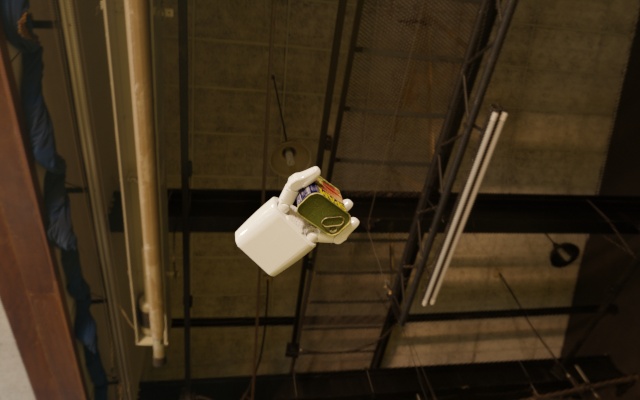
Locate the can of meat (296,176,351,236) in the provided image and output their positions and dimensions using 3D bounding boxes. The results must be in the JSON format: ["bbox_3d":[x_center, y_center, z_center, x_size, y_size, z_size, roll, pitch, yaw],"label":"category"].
[{"bbox_3d":[0.000,0.003,0.866,0.102,0.057,0.084,36,21,-30],"label":"can of meat"}]
